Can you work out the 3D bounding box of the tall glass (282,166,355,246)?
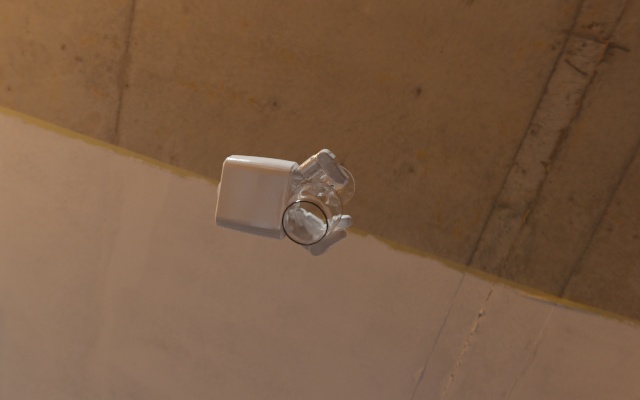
[{"bbox_3d":[0.000,0.002,0.709,0.079,0.079,0.201,0,16,12],"label":"tall glass"}]
